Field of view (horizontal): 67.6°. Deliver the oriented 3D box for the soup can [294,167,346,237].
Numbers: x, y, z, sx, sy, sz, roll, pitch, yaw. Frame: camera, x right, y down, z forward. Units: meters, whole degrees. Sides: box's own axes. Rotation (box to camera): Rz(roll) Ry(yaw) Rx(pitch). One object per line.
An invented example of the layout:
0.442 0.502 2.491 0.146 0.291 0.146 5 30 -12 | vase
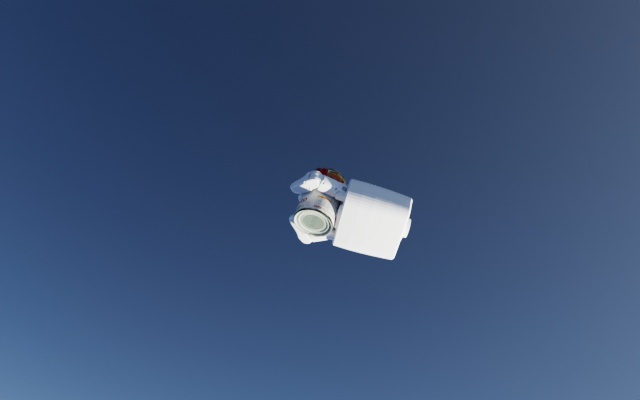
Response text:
0.000 0.003 0.801 0.068 0.102 0.069 10 -43 10 | soup can
